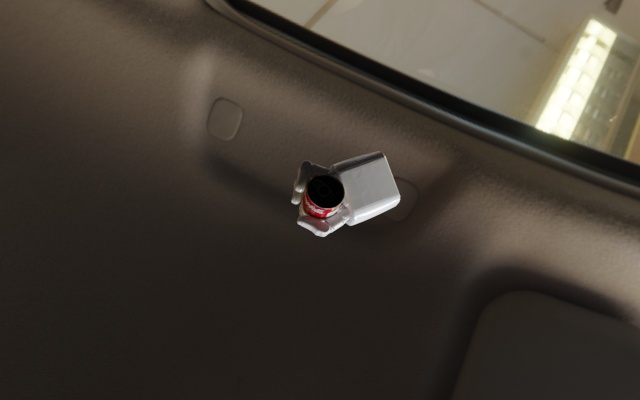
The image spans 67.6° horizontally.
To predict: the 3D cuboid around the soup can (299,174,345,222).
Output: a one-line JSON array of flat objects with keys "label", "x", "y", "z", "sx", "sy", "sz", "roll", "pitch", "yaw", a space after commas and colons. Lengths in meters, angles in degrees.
[{"label": "soup can", "x": 0.000, "y": 0.003, "z": 0.876, "sx": 0.068, "sy": 0.068, "sz": 0.102, "roll": 0, "pitch": -23, "yaw": -12}]
